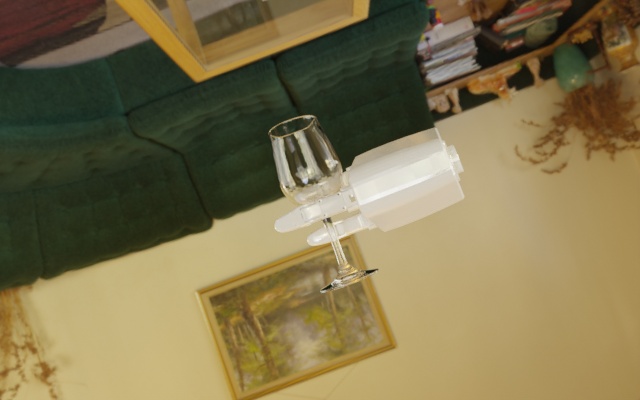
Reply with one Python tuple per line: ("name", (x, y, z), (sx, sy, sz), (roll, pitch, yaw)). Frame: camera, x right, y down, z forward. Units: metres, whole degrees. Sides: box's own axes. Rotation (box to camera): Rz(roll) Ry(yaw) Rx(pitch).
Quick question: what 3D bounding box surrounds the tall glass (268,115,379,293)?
("tall glass", (0.000, 0.003, 0.571), (0.079, 0.201, 0.079), (-21, -4, -2))
